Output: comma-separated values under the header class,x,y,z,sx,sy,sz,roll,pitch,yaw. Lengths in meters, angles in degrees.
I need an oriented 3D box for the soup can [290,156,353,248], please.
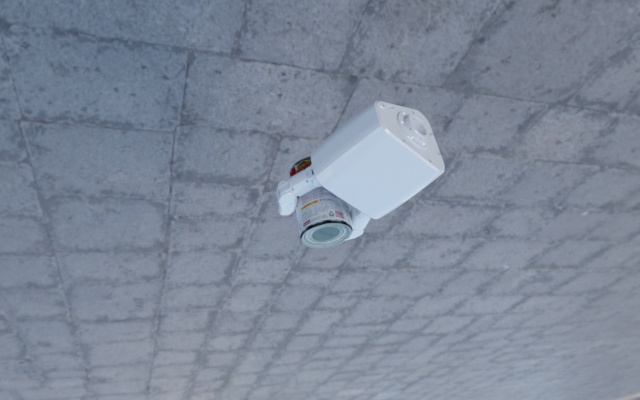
class,x,y,z,sx,sy,sz,roll,pitch,yaw
soup can,0.000,0.002,0.618,0.068,0.102,0.068,-8,-31,-5
